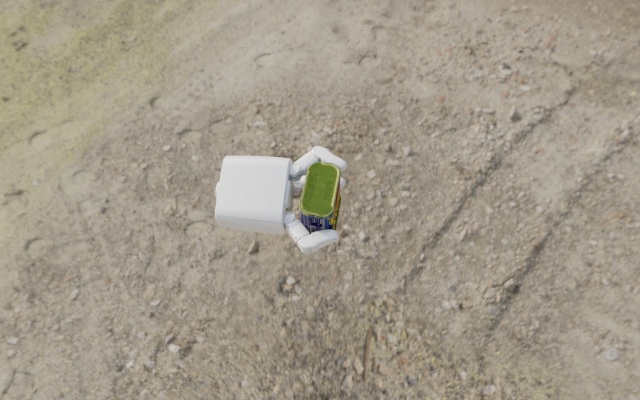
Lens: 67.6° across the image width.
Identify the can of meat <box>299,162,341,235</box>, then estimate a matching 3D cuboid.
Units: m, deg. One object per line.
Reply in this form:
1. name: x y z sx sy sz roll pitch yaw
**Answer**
1. can of meat: 0.000 0.002 0.741 0.057 0.102 0.084 8 -31 6
